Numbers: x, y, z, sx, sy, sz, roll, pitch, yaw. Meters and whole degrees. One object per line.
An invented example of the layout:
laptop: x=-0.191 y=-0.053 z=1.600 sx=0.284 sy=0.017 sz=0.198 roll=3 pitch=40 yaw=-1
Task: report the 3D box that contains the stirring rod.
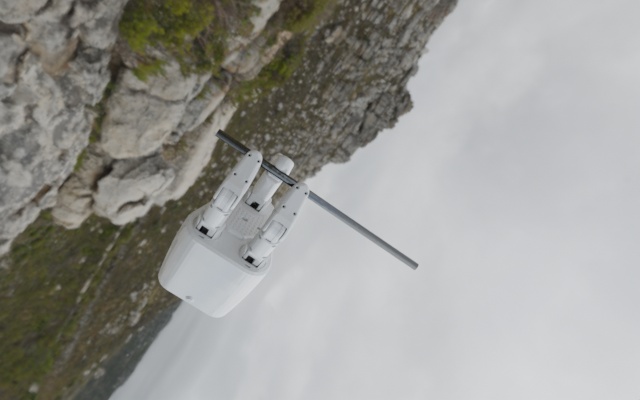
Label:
stirring rod: x=0.000 y=0.002 z=0.474 sx=0.239 sy=0.011 sz=0.011 roll=34 pitch=-6 yaw=-8
